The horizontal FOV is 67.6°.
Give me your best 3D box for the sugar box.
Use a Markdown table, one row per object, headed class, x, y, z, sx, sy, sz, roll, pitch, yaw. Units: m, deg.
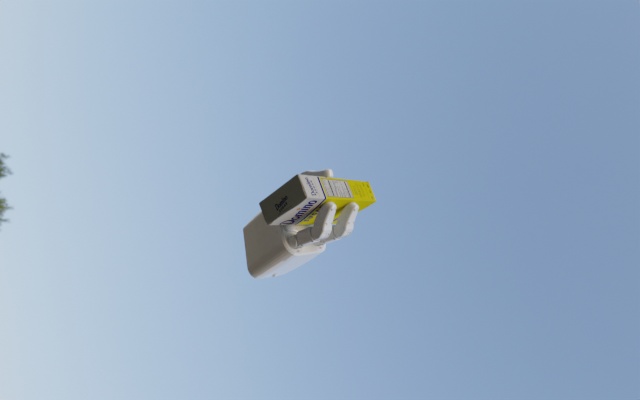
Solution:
| class | x | y | z | sx | sy | sz | roll | pitch | yaw |
| --- | --- | --- | --- | --- | --- | --- | --- | --- | --- |
| sugar box | 0.000 | 0.003 | 0.752 | 0.093 | 0.048 | 0.176 | -34 | -20 | 35 |
